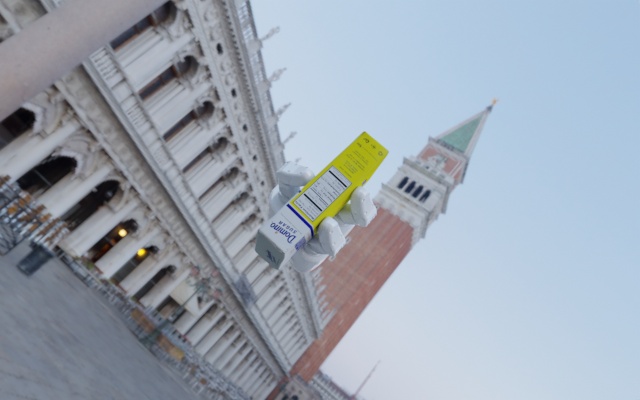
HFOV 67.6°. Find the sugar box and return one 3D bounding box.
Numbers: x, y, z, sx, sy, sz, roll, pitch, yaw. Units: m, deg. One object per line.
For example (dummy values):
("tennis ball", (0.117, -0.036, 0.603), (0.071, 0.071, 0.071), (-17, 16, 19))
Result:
("sugar box", (0.001, 0.002, 0.563), (0.048, 0.176, 0.093), (41, -21, 6))
